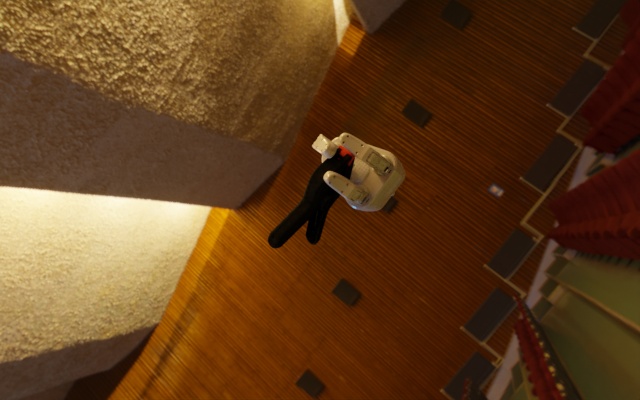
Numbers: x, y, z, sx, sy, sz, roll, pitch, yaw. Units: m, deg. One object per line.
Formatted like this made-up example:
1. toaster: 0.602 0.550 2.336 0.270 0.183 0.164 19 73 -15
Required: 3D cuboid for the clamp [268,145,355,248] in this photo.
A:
1. clamp: 0.000 0.002 0.701 0.039 0.171 0.120 40 8 19
